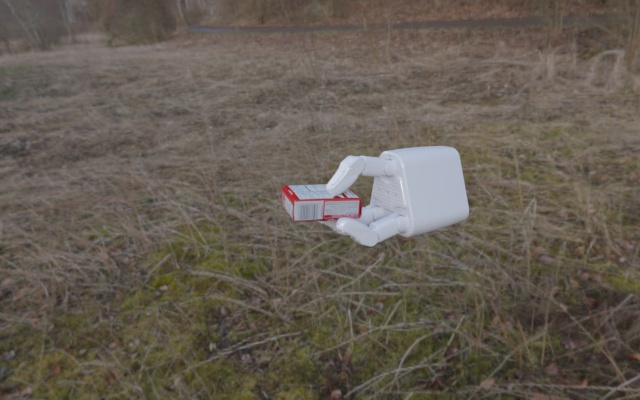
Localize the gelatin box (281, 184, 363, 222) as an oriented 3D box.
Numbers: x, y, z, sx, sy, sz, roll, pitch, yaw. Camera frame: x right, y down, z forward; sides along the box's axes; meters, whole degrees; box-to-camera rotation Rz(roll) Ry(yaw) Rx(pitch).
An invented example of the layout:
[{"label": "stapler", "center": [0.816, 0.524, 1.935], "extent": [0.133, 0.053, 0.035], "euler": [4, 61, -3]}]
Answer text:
[{"label": "gelatin box", "center": [0.000, 0.002, 0.615], "extent": [0.089, 0.030, 0.073], "euler": [-2, 17, -16]}]
